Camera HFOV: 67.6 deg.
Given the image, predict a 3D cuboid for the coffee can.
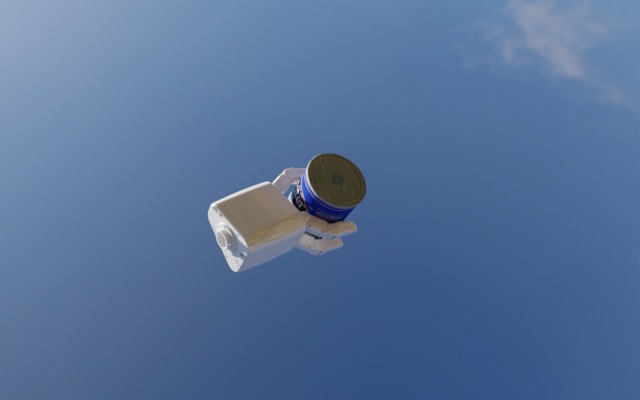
[{"bbox_3d":[0.000,0.002,0.803,0.103,0.102,0.140,0,-32,-27],"label":"coffee can"}]
